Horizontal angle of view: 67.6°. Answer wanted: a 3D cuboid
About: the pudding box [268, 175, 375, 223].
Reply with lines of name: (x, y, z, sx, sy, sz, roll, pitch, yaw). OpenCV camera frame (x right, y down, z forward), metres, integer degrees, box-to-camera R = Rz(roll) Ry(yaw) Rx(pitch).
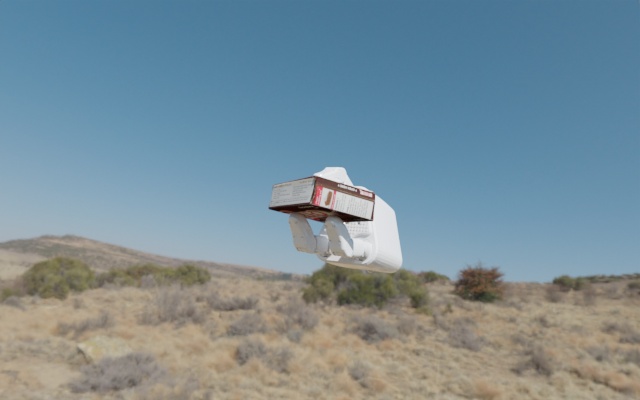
pudding box: (0.000, 0.002, 0.592, 0.090, 0.039, 0.113, 14, -13, -29)
